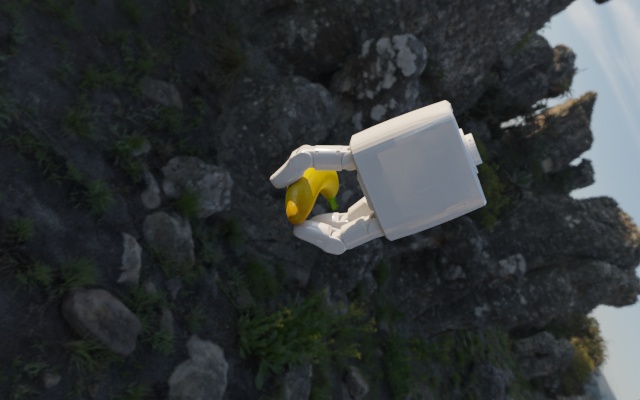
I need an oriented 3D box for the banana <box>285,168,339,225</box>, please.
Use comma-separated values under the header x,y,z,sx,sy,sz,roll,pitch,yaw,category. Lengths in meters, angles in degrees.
x,y,z,sx,sy,sz,roll,pitch,yaw,category
-0.005,-0.016,0.585,0.037,0.069,0.198,-19,-1,16,banana
